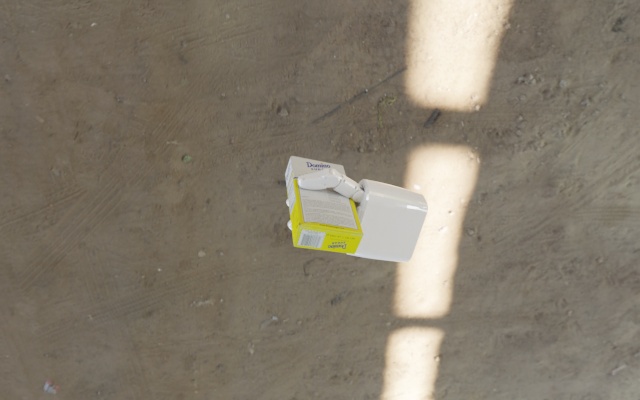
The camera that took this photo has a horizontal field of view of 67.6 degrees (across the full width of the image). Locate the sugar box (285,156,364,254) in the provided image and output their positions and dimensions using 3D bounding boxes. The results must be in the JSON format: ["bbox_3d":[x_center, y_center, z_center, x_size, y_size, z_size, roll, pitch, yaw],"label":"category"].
[{"bbox_3d":[0.000,0.003,0.719,0.093,0.048,0.176,10,32,-15],"label":"sugar box"}]
